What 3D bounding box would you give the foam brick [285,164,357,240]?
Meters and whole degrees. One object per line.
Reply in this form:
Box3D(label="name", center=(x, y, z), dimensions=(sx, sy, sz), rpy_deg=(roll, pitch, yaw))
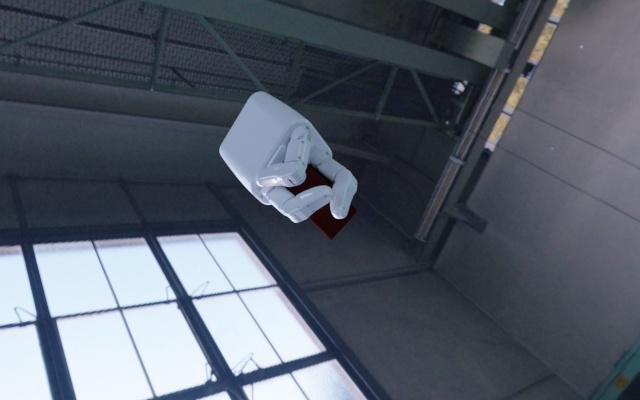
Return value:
Box3D(label="foam brick", center=(0.000, 0.002, 0.606), dimensions=(0.051, 0.053, 0.078), rpy_deg=(42, -3, 42))
